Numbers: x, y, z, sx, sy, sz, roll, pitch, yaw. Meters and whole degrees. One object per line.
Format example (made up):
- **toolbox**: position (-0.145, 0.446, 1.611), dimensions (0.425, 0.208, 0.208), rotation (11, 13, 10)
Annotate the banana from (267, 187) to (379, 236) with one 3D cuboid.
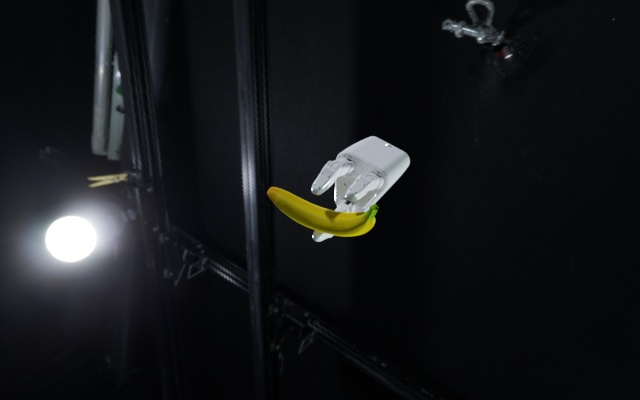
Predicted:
- **banana**: position (0.006, 0.019, 0.726), dimensions (0.198, 0.070, 0.037), rotation (8, 32, 32)
